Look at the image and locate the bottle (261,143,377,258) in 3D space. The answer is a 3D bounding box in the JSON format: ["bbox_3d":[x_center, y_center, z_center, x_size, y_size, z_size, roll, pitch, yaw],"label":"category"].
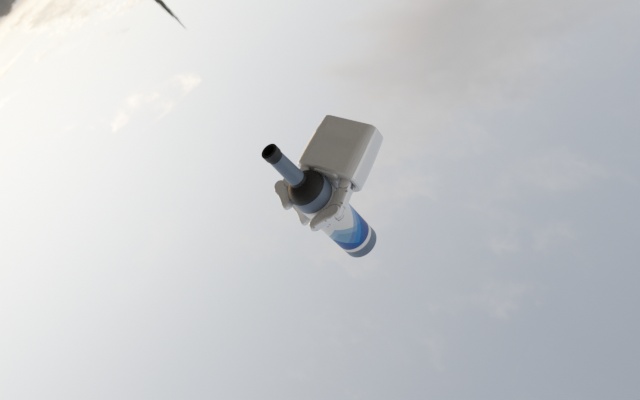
[{"bbox_3d":[0.000,0.003,0.795,0.069,0.069,0.296,0,-31,37],"label":"bottle"}]
